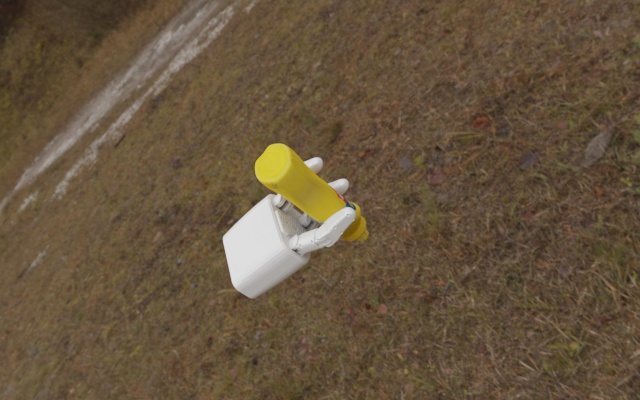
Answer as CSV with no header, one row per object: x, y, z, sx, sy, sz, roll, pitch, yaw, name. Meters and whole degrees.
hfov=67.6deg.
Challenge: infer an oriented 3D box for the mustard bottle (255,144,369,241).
0.000,0.002,0.658,0.192,0.058,0.096,39,0,-30,mustard bottle
